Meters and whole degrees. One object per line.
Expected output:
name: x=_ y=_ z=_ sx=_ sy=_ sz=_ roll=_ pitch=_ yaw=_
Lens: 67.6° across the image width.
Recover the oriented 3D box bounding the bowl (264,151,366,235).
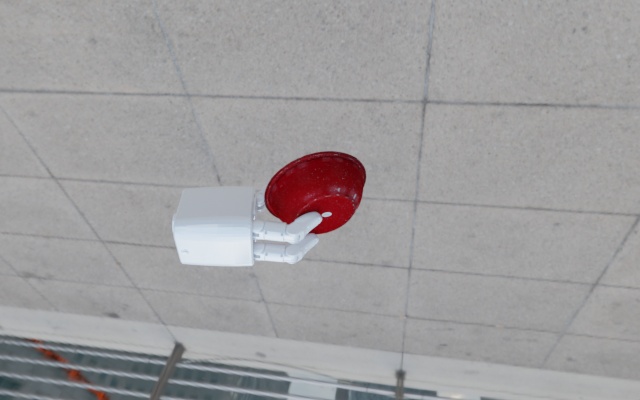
bowl: x=0.002 y=0.002 z=0.713 sx=0.162 sy=0.055 sz=0.162 roll=-13 pitch=-37 yaw=-10
